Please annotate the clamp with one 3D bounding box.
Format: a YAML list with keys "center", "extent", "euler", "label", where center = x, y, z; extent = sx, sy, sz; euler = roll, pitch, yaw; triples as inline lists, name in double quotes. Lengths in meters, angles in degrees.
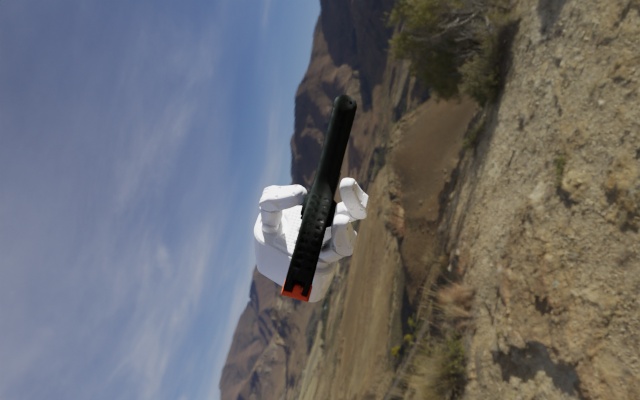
- center: [-0.001, 0.002, 0.515]
  extent: [0.036, 0.209, 0.165]
  euler: [14, -33, 3]
  label: "clamp"
